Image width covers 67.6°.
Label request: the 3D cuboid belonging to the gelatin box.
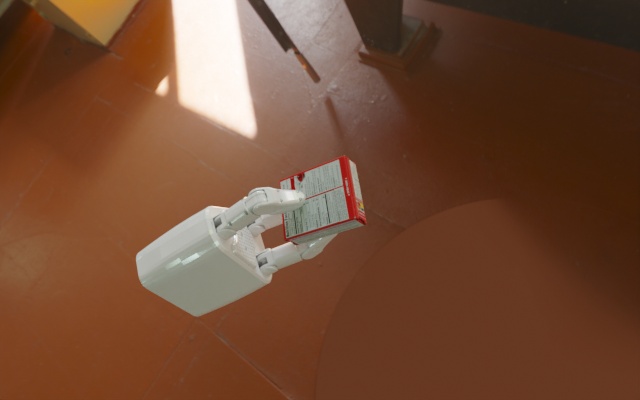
[{"bbox_3d":[0.000,0.001,0.516,0.089,0.073,0.030,-19,-26,24],"label":"gelatin box"}]
